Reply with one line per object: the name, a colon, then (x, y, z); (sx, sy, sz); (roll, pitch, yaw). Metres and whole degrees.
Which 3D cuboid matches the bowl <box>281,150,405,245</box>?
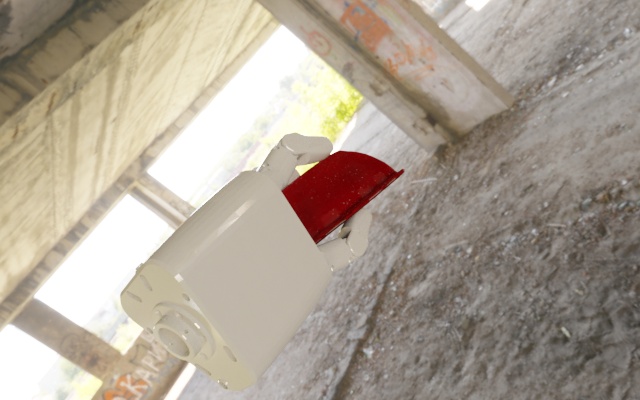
bowl: (0.000, 0.001, 0.456); (0.162, 0.055, 0.162); (-38, -2, -2)
